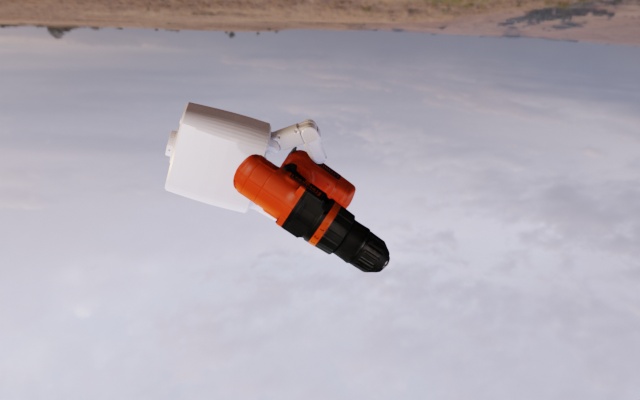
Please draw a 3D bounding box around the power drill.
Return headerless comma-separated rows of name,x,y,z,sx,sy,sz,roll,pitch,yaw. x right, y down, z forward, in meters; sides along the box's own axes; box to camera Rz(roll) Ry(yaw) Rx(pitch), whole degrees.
power drill,0.000,0.002,0.563,0.184,0.057,0.187,35,11,-2
